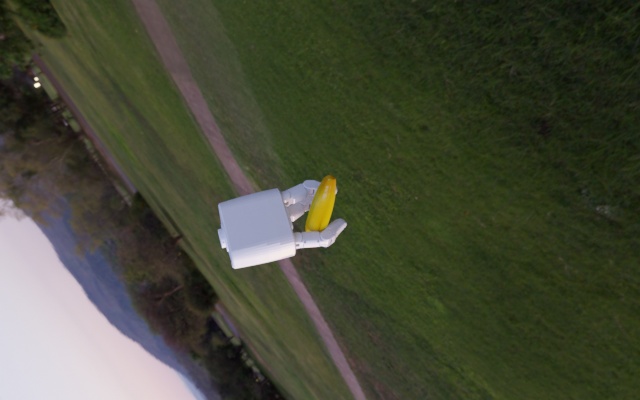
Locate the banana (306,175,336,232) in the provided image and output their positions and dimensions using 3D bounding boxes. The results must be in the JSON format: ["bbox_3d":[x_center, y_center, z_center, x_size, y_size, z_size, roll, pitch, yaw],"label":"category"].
[{"bbox_3d":[-0.003,0.021,0.814,0.037,0.069,0.198,9,-19,-3],"label":"banana"}]
